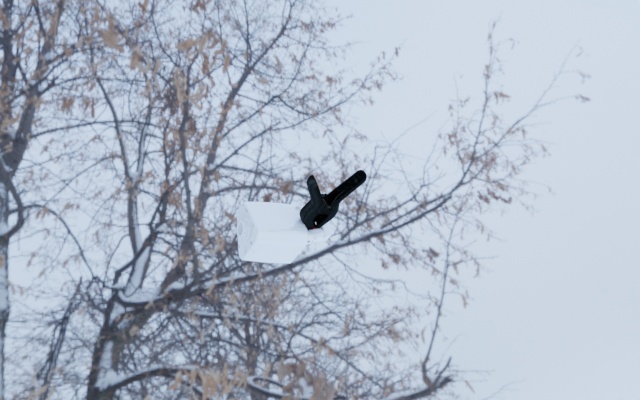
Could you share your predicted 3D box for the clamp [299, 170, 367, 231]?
[{"bbox_3d":[0.000,0.003,0.887,0.120,0.039,0.171,4,-43,-34],"label":"clamp"}]
